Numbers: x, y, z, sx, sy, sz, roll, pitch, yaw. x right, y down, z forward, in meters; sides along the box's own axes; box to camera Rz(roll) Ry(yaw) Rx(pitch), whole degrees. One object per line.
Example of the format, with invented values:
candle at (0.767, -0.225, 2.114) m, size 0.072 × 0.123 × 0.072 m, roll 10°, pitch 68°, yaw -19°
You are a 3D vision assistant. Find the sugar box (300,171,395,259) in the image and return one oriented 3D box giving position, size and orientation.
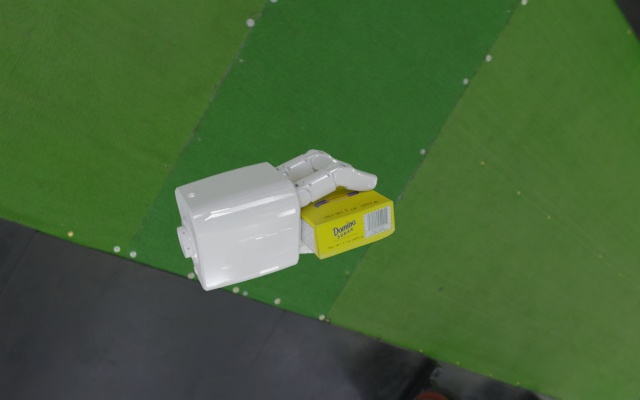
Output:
sugar box at (0.000, 0.001, 0.558) m, size 0.093 × 0.048 × 0.176 m, roll -16°, pitch 27°, yaw -22°
